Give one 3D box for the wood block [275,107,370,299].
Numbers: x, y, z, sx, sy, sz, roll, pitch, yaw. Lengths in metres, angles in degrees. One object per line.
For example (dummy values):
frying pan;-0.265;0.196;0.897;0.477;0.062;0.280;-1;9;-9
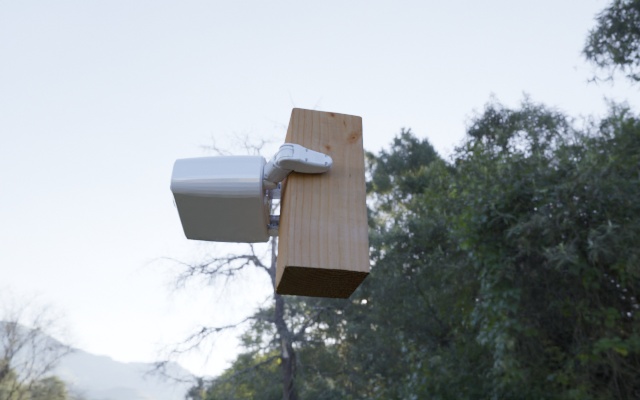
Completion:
wood block;0.000;0.002;0.568;0.090;0.206;0.091;6;-30;-10
